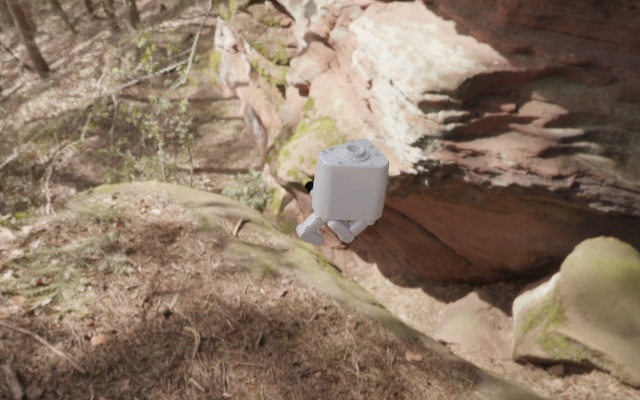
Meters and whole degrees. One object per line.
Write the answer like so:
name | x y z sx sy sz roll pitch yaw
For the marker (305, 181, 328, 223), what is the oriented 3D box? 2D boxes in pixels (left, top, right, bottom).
marker | 0.000 0.003 0.849 0.020 0.020 0.121 0 36 -27
